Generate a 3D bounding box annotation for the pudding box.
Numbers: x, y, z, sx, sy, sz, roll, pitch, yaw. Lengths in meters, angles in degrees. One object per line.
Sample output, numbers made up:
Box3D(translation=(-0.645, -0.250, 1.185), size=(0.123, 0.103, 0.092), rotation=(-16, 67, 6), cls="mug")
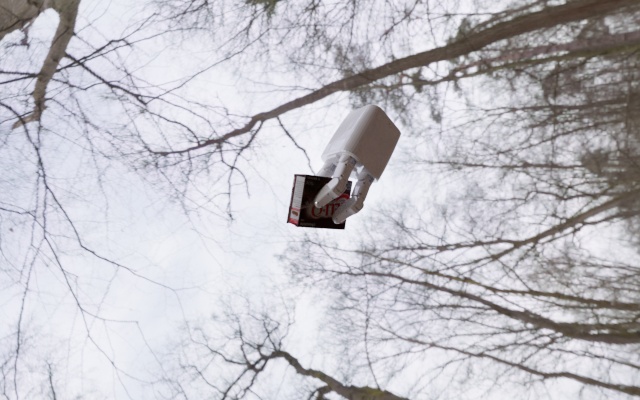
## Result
Box3D(translation=(0.000, 0.003, 0.829), size=(0.113, 0.090, 0.039), rotation=(6, 4, -39), cls="pudding box")
